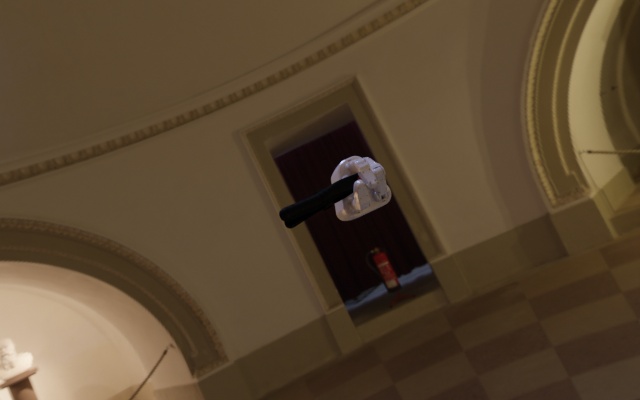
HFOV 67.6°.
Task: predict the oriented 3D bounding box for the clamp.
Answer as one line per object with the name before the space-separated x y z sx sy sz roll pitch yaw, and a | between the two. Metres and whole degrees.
clamp | 0.000 0.002 0.869 0.171 0.039 0.120 -25 -4 -13
